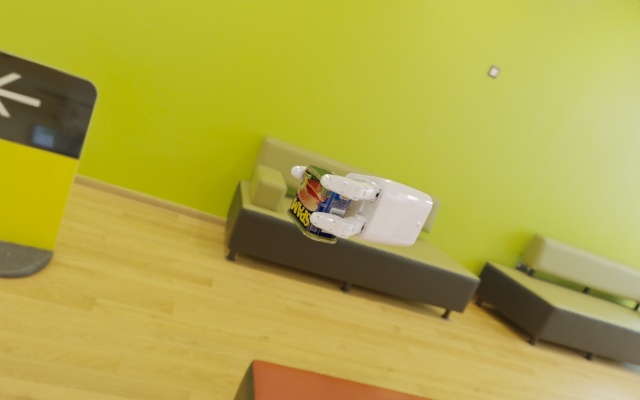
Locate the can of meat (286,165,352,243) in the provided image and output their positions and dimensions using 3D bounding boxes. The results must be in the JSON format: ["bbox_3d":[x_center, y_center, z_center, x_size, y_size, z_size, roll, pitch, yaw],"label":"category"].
[{"bbox_3d":[0.000,0.002,0.712,0.057,0.084,0.102,15,17,-30],"label":"can of meat"}]
